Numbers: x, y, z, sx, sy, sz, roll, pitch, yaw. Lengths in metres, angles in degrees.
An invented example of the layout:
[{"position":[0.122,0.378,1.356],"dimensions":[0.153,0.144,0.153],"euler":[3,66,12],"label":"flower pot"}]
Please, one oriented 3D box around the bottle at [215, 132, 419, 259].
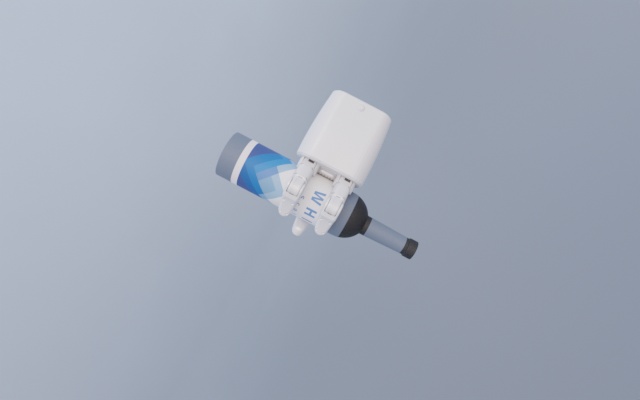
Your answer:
[{"position":[0.000,0.002,0.666],"dimensions":[0.296,0.069,0.069],"euler":[28,0,0],"label":"bottle"}]
